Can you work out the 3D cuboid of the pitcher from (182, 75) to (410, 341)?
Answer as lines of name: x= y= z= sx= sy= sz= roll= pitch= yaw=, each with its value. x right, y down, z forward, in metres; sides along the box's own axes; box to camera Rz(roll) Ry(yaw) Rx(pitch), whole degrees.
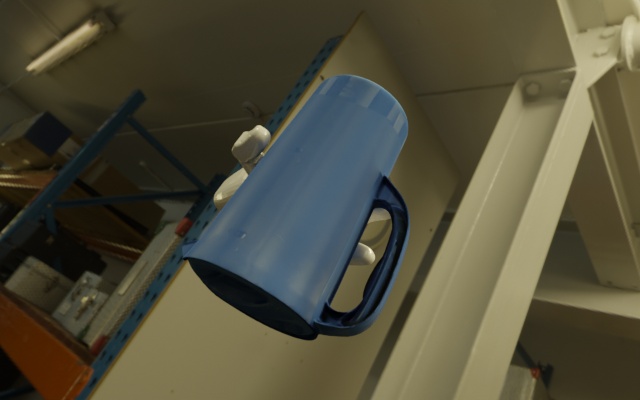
pitcher: x=0.000 y=0.001 z=0.454 sx=0.149 sy=0.242 sz=0.145 roll=40 pitch=-26 yaw=-19
